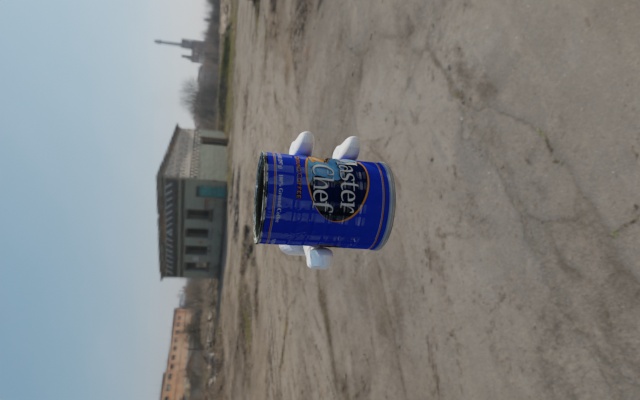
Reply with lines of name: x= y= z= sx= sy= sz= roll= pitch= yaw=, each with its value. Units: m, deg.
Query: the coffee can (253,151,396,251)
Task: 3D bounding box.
coffee can: x=0.000 y=0.002 z=0.536 sx=0.140 sy=0.103 sz=0.103 roll=4 pitch=-1 yaw=-13
